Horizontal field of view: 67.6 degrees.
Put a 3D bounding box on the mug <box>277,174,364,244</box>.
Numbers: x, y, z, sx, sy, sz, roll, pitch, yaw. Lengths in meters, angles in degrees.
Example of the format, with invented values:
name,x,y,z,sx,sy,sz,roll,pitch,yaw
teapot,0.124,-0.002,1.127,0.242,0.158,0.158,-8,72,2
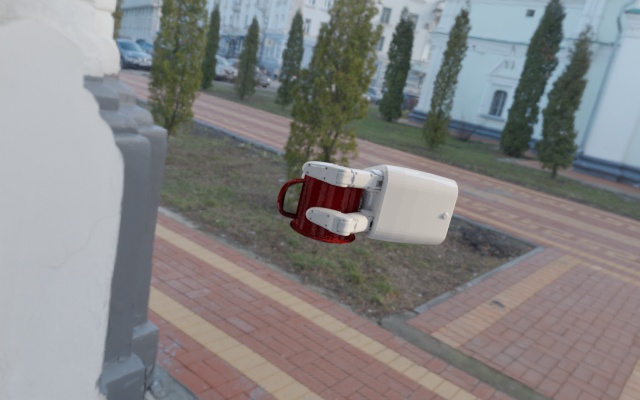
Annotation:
name,x,y,z,sx,sy,sz,roll,pitch,yaw
mug,-0.001,0.002,0.645,0.117,0.081,0.093,10,14,-13
